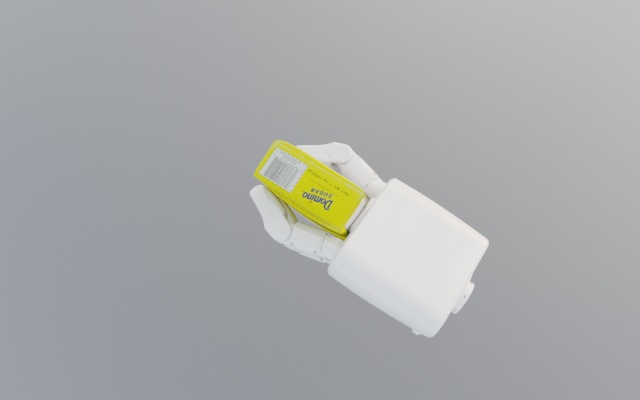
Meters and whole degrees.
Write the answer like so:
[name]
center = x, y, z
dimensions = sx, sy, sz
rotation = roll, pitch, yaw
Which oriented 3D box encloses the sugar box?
[sugar box]
center = 0.000, 0.002, 0.484
dimensions = 0.093, 0.048, 0.176
rotation = 33, -7, 13
